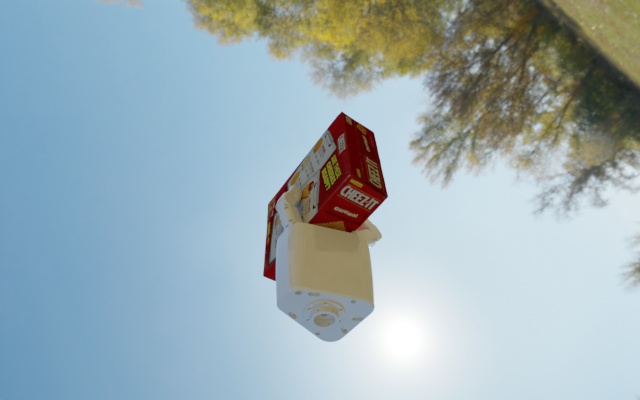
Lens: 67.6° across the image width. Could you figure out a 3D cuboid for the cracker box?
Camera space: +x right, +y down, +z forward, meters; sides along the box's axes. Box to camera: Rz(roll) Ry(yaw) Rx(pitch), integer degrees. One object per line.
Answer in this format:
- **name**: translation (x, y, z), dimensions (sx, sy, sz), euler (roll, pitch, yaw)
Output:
- **cracker box**: translation (0.000, 0.002, 0.699), dimensions (0.072, 0.214, 0.164), euler (27, 33, -22)
